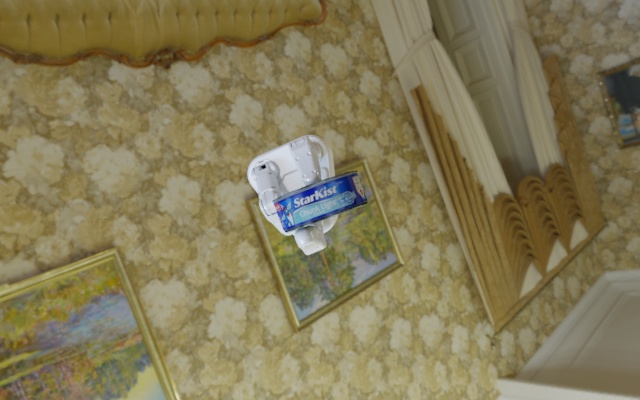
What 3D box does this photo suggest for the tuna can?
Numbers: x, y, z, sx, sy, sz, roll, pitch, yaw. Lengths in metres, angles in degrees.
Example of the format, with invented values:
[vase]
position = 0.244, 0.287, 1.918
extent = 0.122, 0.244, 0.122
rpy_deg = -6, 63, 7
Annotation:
[tuna can]
position = 0.000, 0.002, 0.453
extent = 0.086, 0.034, 0.086
rpy_deg = -20, -2, -1
